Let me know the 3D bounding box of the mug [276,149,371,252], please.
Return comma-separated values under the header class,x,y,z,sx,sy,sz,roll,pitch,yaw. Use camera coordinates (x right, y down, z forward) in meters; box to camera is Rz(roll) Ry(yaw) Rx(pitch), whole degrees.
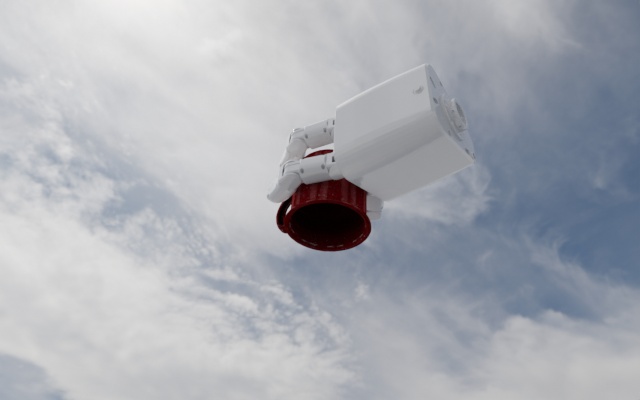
class,x,y,z,sx,sy,sz,roll,pitch,yaw
mug,-0.001,0.002,0.537,0.117,0.081,0.093,-22,-46,29
